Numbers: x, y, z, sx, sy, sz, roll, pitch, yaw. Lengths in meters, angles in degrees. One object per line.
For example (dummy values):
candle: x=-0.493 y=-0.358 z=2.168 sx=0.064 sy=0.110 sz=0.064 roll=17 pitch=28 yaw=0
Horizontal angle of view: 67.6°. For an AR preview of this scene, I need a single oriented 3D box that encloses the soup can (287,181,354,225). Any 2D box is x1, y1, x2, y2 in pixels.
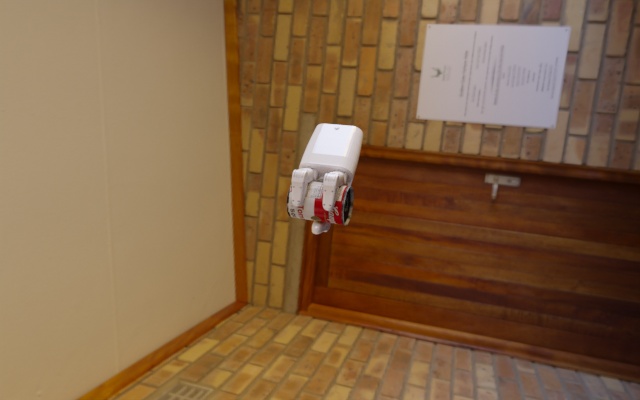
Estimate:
soup can: x=0.000 y=0.003 z=0.826 sx=0.102 sy=0.068 sz=0.068 roll=8 pitch=2 yaw=16
